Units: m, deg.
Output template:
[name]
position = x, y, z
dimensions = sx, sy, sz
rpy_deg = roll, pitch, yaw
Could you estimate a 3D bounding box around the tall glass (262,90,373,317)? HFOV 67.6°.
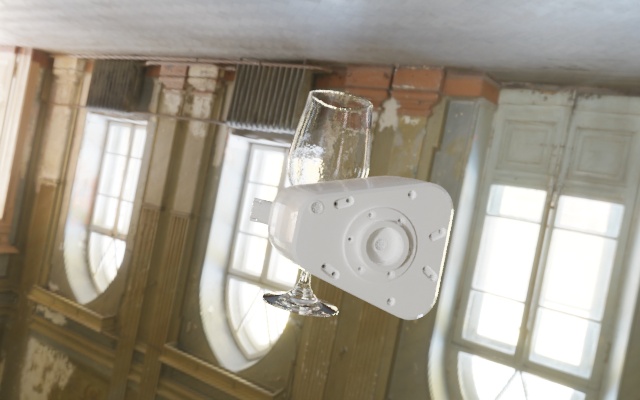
[tall glass]
position = 0.000, 0.002, 0.453
dimensions = 0.079, 0.201, 0.079
rpy_deg = 11, 0, 0
